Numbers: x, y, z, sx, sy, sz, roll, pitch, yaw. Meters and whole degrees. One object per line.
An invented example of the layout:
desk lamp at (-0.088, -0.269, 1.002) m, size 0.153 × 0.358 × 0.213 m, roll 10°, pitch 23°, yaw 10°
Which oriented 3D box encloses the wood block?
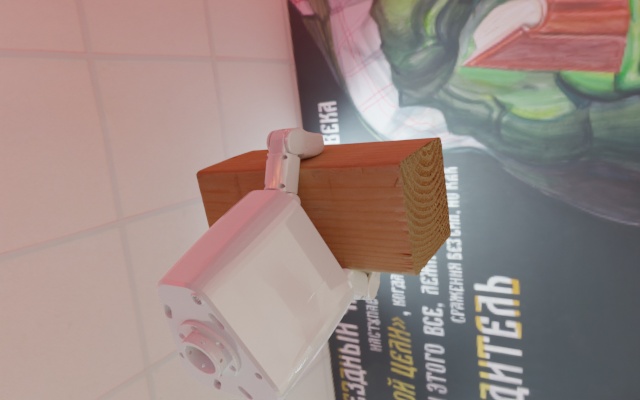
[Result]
wood block at (0.000, 0.001, 0.430) m, size 0.206 × 0.091 × 0.090 m, roll 0°, pitch 19°, yaw 33°
